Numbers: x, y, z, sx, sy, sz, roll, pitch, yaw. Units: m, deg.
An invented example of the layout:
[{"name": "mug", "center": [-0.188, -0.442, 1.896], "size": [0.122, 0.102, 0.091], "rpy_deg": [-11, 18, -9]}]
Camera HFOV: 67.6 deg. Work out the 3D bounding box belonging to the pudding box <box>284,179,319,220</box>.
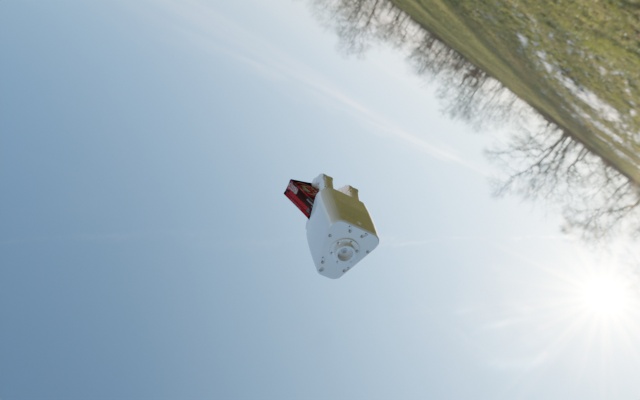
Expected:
[{"name": "pudding box", "center": [0.000, 0.003, 0.890], "size": [0.113, 0.039, 0.090], "rpy_deg": [11, 25, -47]}]
